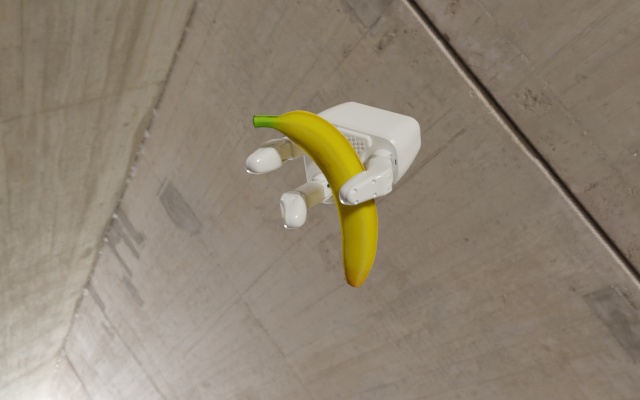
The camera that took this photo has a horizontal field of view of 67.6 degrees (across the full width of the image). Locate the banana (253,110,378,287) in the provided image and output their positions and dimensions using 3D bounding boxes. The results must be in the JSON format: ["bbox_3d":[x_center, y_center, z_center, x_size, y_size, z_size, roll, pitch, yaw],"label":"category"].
[{"bbox_3d":[0.015,-0.009,0.458,0.069,0.198,0.037,-26,14,14],"label":"banana"}]
